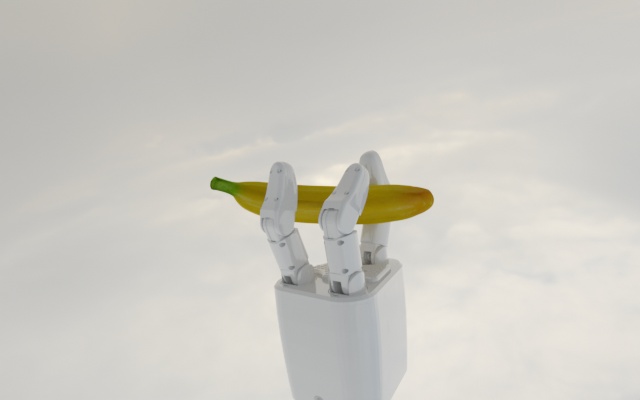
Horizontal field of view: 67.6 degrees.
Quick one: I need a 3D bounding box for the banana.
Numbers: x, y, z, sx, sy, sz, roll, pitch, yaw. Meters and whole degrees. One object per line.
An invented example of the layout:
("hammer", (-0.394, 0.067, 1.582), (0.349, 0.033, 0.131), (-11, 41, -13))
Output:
("banana", (0.003, 0.003, 0.425), (0.198, 0.037, 0.069), (2, -4, 19))
